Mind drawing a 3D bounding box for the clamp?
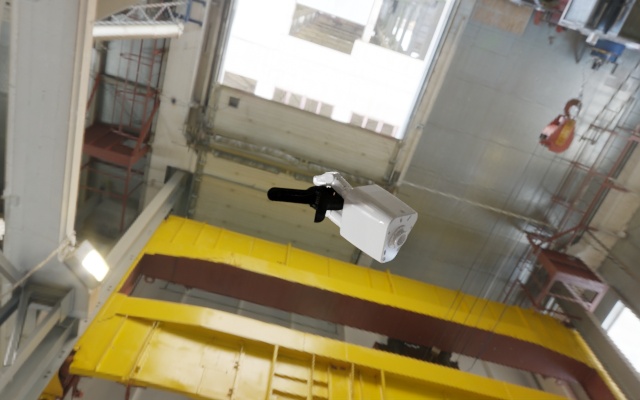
[{"bbox_3d":[0.000,0.003,0.871,0.171,0.039,0.120,-8,35,-46],"label":"clamp"}]
